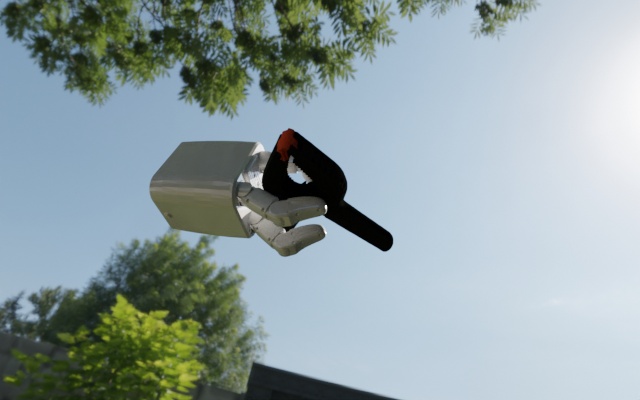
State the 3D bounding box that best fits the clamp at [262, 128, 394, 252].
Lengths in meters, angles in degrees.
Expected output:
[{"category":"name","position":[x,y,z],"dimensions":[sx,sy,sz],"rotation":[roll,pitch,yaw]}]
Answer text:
[{"category":"clamp","position":[0.000,0.001,0.546],"dimensions":[0.164,0.036,0.210],"rotation":[2,-36,11]}]
